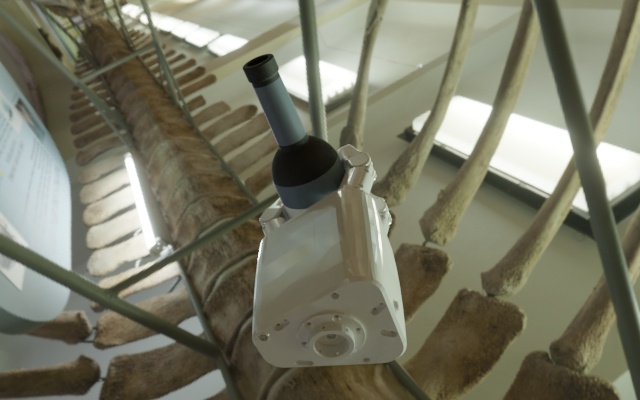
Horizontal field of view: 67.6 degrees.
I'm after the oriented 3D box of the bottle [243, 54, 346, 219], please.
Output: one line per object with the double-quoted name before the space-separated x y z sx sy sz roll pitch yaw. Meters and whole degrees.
"bottle" 0.000 0.002 0.463 0.069 0.296 0.069 -17 33 11
